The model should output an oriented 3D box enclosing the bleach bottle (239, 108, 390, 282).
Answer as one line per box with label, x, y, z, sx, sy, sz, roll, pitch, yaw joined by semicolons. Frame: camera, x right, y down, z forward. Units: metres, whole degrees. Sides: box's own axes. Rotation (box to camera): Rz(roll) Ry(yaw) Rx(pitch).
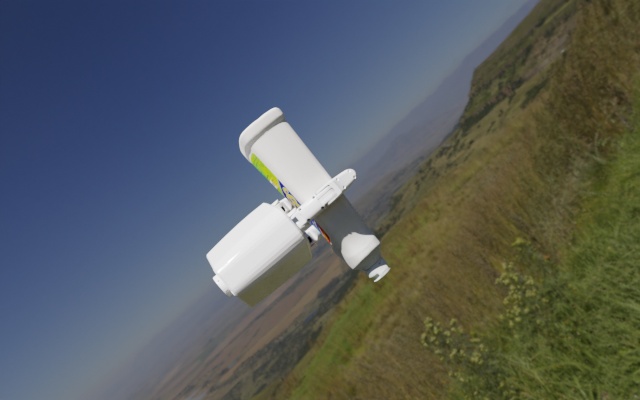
bleach bottle;0.000;0.002;0.622;0.068;0.251;0.102;-41;-2;-11
